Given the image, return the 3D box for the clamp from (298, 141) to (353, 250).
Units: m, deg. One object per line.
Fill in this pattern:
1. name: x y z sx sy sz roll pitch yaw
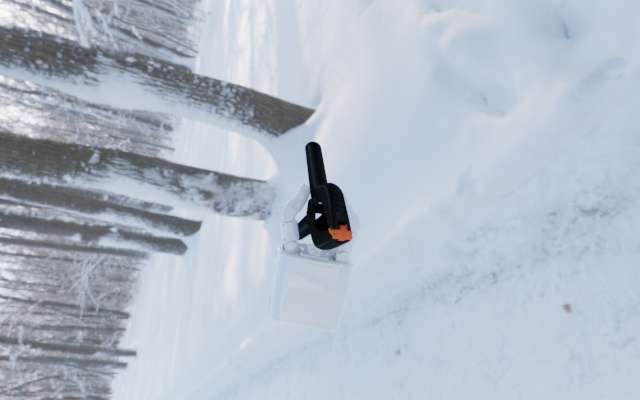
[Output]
1. clamp: -0.001 0.003 0.693 0.036 0.164 0.210 4 10 -18
